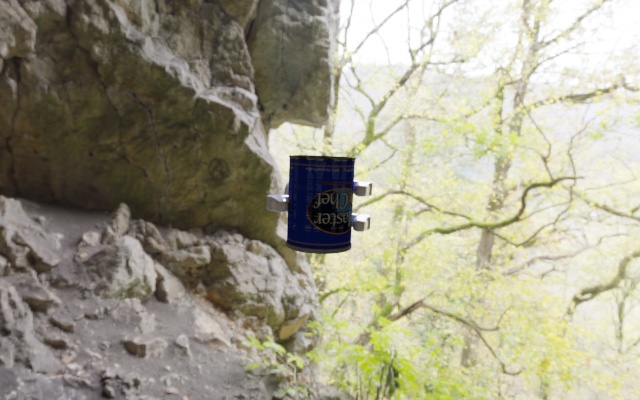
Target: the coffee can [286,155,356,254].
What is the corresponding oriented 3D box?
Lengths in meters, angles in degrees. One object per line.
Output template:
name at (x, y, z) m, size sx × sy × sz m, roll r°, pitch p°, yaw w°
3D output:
coffee can at (0.000, 0.003, 0.736) m, size 0.103 × 0.140 × 0.103 m, roll 2°, pitch 7°, yaw 0°
